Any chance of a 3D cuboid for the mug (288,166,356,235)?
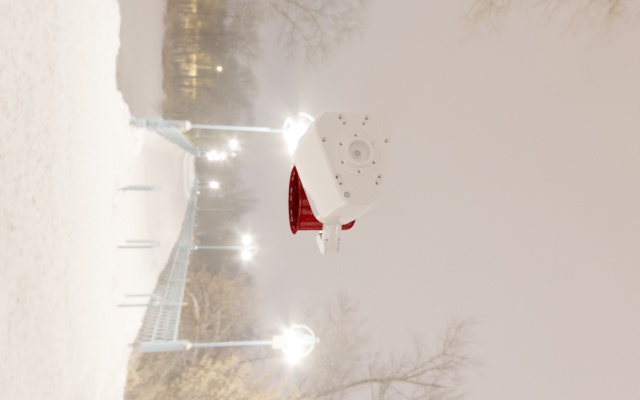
[{"bbox_3d":[0.000,0.003,0.666,0.081,0.093,0.117,1,-11,-13],"label":"mug"}]
